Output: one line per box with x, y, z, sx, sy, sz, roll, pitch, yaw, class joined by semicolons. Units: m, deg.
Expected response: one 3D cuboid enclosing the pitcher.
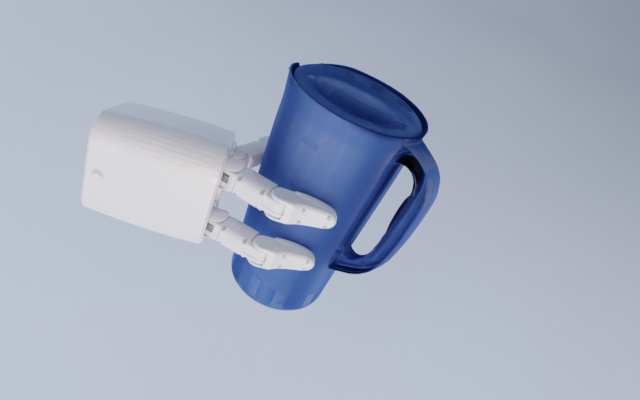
0.000;0.001;0.473;0.145;0.243;0.149;17;33;-13;pitcher
